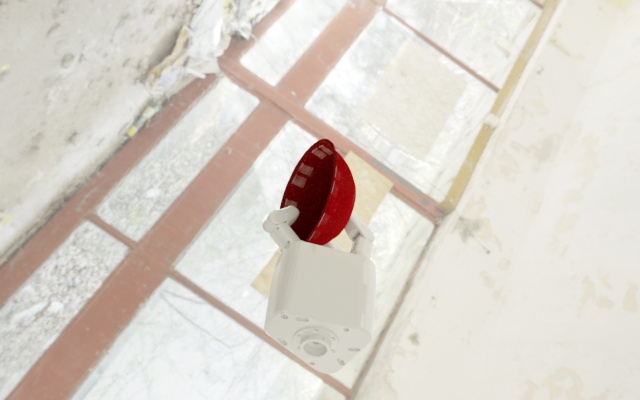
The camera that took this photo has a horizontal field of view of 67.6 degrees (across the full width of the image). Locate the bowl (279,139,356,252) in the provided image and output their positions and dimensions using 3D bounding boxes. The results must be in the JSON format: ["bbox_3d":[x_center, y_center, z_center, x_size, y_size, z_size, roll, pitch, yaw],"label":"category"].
[{"bbox_3d":[0.001,0.001,0.640,0.055,0.162,0.162,20,-8,-24],"label":"bowl"}]
